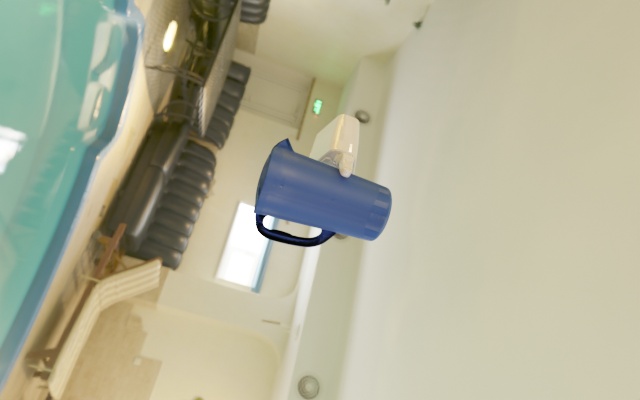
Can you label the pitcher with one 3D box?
[{"bbox_3d":[0.000,0.003,0.891,0.243,0.145,0.149,18,-38,-9],"label":"pitcher"}]
